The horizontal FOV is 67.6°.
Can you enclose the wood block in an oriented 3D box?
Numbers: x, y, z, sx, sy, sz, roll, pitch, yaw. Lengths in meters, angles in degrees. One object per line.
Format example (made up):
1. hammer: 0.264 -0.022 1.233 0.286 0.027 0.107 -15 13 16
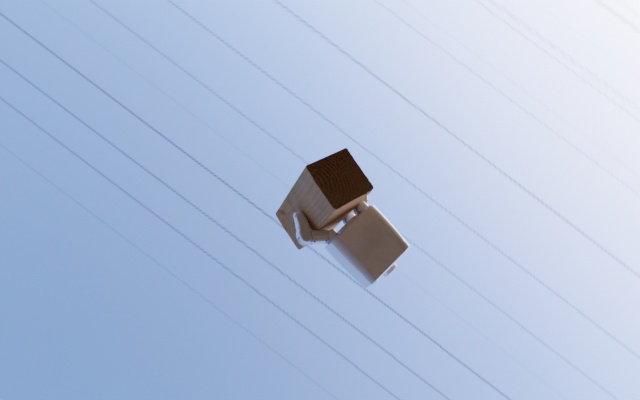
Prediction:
1. wood block: 0.000 0.003 0.875 0.091 0.090 0.206 -28 -12 -29
